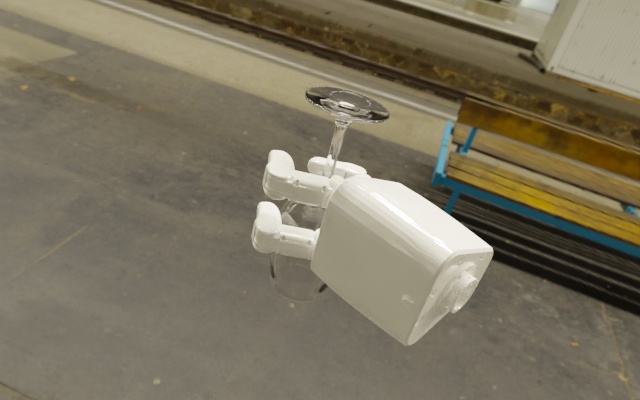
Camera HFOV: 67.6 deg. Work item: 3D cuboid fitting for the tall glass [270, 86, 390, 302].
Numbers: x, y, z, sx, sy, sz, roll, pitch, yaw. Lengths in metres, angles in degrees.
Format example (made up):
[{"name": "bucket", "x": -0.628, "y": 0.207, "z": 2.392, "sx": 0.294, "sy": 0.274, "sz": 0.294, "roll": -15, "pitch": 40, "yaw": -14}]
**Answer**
[{"name": "tall glass", "x": 0.000, "y": 0.001, "z": 0.451, "sx": 0.079, "sy": 0.201, "sz": 0.079, "roll": 12, "pitch": 30, "yaw": -7}]
